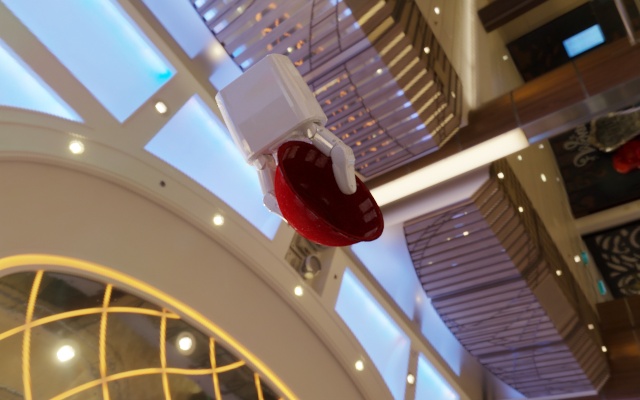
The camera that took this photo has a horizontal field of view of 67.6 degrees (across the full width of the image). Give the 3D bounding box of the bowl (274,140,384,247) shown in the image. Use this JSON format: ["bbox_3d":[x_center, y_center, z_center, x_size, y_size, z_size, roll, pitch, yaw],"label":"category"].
[{"bbox_3d":[0.000,0.003,0.584,0.162,0.162,0.055,0,-41,-53],"label":"bowl"}]
